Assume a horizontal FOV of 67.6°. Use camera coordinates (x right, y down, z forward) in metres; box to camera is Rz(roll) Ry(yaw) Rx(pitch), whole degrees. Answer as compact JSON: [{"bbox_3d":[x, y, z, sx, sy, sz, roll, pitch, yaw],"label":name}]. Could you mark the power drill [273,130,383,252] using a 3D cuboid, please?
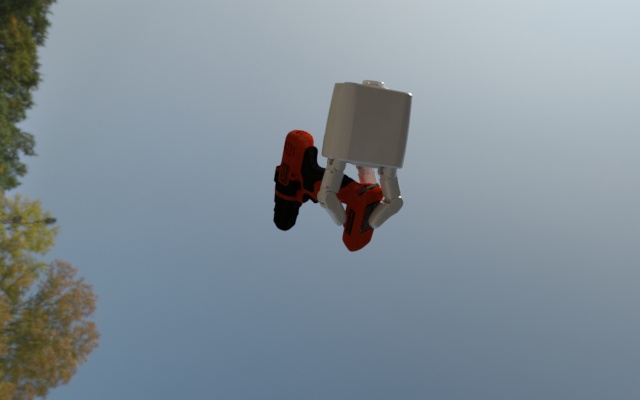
[{"bbox_3d":[0.001,0.002,0.757,0.187,0.184,0.057,31,36,30],"label":"power drill"}]
